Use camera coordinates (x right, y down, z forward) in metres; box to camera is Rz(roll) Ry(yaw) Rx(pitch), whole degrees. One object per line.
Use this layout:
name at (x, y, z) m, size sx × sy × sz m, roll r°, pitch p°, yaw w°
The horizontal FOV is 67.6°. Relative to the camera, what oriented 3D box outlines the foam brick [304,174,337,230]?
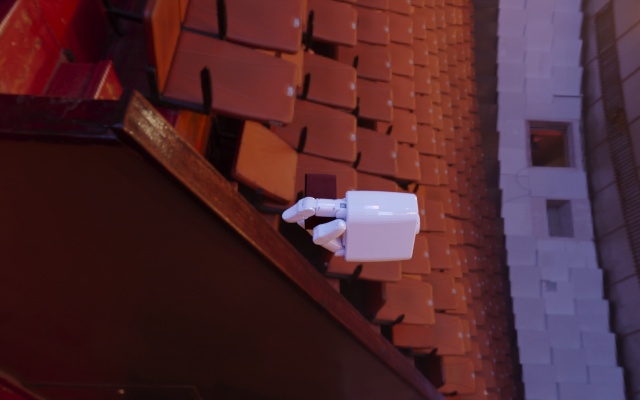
foam brick at (0.000, 0.002, 0.770) m, size 0.051 × 0.078 × 0.053 m, roll 0°, pitch -35°, yaw 1°
